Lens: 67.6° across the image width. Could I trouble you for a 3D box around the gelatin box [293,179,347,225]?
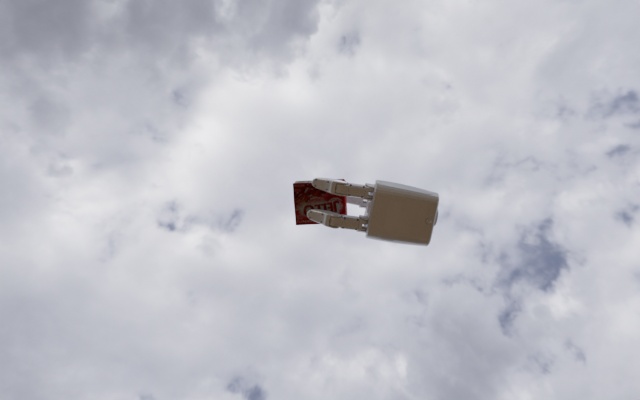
[{"bbox_3d":[0.000,0.003,0.811,0.089,0.073,0.030,-2,10,8],"label":"gelatin box"}]
